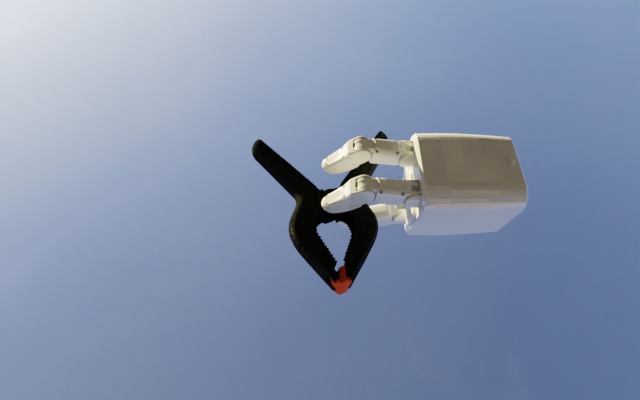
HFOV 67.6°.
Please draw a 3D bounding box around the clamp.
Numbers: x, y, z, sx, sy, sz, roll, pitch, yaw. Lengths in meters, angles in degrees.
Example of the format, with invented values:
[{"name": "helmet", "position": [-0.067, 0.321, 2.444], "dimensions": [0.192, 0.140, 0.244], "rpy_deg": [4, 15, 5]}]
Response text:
[{"name": "clamp", "position": [0.000, 0.003, 0.528], "dimensions": [0.164, 0.209, 0.036], "rpy_deg": [0, -36, 0]}]
